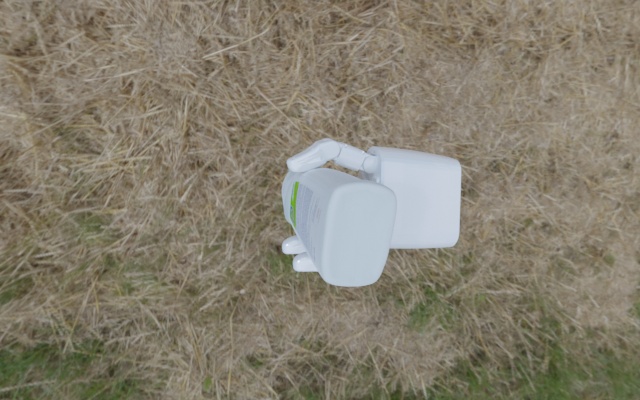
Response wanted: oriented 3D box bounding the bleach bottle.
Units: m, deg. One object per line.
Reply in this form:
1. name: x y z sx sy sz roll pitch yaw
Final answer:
1. bleach bottle: 0.000 0.002 0.536 0.068 0.102 0.250 4 14 -17
